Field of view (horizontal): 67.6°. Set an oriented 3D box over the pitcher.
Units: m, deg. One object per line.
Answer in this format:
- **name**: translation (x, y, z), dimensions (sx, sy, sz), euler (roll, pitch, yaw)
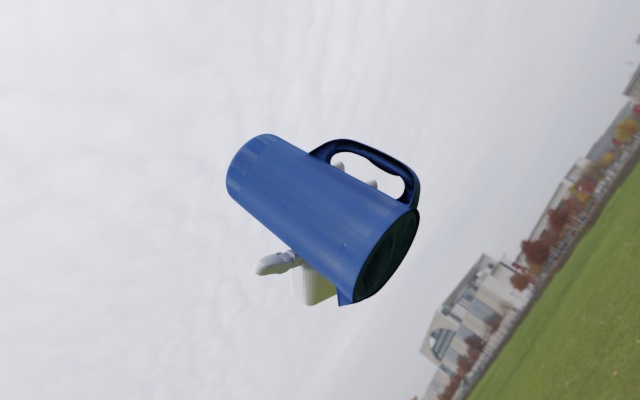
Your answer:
- **pitcher**: translation (0.000, 0.002, 0.612), dimensions (0.242, 0.145, 0.149), euler (34, 55, 26)
